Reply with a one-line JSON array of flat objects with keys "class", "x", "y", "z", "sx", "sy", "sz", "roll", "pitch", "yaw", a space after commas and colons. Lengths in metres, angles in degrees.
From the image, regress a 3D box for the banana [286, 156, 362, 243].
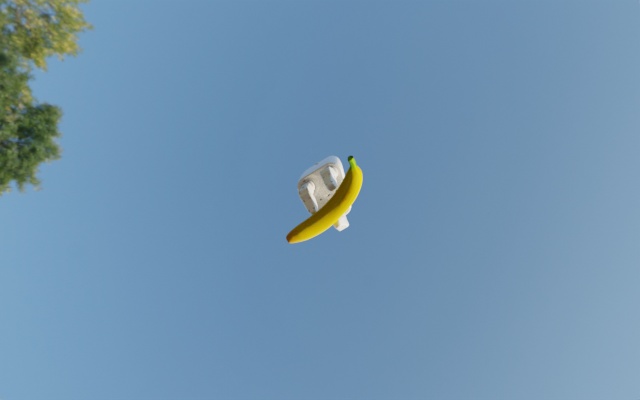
[{"class": "banana", "x": 0.017, "y": 0.008, "z": 0.850, "sx": 0.070, "sy": 0.198, "sz": 0.037, "roll": 27, "pitch": 20, "yaw": -29}]
